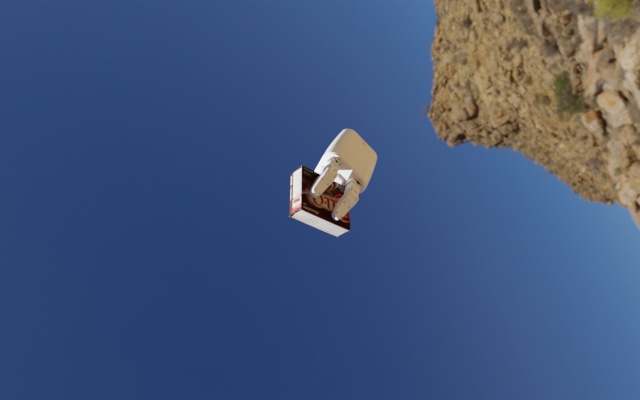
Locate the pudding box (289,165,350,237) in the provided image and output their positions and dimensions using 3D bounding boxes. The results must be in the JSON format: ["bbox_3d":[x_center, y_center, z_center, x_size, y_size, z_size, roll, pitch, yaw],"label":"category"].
[{"bbox_3d":[0.000,0.003,0.829,0.113,0.090,0.039,23,-40,-32],"label":"pudding box"}]
